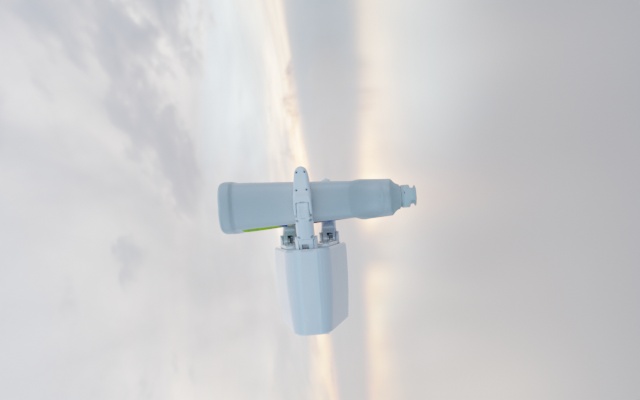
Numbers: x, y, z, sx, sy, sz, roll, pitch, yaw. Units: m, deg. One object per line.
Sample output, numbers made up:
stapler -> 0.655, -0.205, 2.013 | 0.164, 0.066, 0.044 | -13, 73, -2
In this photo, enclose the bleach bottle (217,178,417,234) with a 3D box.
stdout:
bleach bottle -> 0.000, 0.002, 0.629 | 0.251, 0.068, 0.102 | -4, -2, 2
